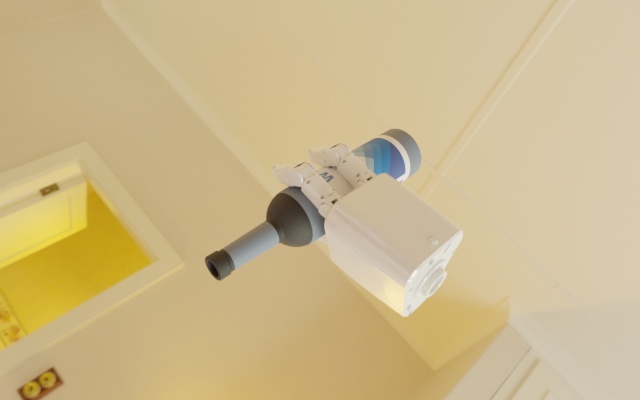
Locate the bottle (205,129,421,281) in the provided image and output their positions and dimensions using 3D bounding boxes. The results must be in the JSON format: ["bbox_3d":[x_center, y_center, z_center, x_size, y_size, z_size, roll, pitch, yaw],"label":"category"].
[{"bbox_3d":[0.000,0.002,0.543,0.295,0.069,0.069,-32,19,-33],"label":"bottle"}]
